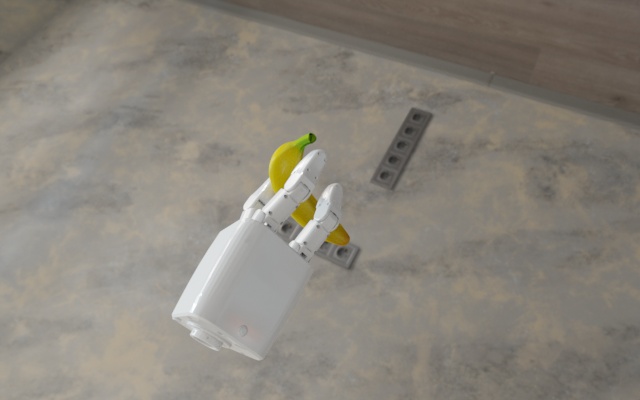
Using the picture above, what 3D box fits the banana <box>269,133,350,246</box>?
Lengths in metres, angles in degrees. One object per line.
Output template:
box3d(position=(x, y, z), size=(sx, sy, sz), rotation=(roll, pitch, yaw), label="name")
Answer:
box3d(position=(-0.017, -0.003, 0.570), size=(0.069, 0.037, 0.198), rotation=(11, -33, 25), label="banana")
